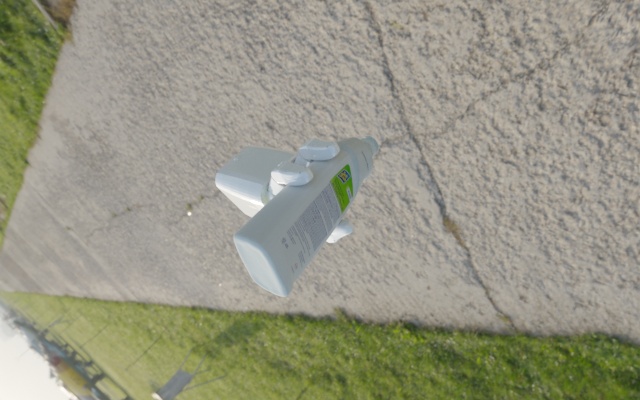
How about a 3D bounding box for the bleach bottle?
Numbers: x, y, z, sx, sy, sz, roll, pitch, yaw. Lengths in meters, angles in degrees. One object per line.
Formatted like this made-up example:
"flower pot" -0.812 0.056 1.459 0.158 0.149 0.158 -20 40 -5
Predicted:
"bleach bottle" 0.000 0.002 0.631 0.068 0.103 0.250 18 51 36
